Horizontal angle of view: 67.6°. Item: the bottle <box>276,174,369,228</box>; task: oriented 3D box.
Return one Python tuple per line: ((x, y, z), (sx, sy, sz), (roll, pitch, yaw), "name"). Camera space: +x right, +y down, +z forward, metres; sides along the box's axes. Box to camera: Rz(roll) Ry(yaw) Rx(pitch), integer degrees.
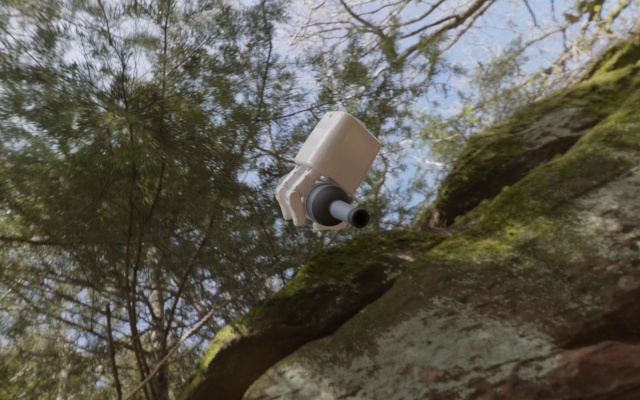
((0.000, 0.003, 0.789), (0.069, 0.069, 0.295), (0, 9, -22), "bottle")
